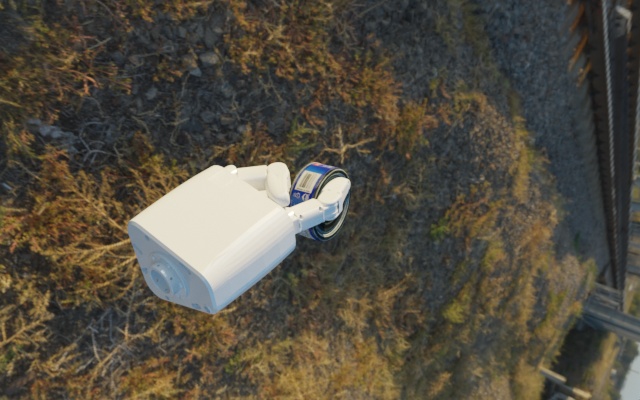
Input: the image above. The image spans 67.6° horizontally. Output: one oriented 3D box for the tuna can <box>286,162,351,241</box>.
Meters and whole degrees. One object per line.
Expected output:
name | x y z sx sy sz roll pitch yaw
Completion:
tuna can | 0.001 0.002 0.539 0.033 0.086 0.086 15 8 30
